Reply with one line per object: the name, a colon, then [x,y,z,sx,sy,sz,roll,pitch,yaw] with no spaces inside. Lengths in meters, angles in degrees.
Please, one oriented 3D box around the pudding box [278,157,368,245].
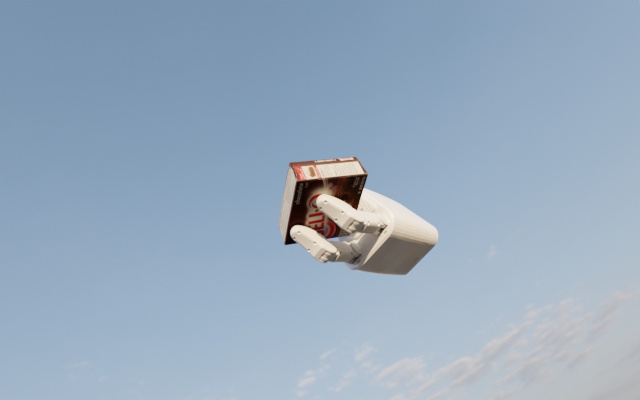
pudding box: [0.000,0.002,0.587,0.090,0.114,0.039,-8,44,-21]
